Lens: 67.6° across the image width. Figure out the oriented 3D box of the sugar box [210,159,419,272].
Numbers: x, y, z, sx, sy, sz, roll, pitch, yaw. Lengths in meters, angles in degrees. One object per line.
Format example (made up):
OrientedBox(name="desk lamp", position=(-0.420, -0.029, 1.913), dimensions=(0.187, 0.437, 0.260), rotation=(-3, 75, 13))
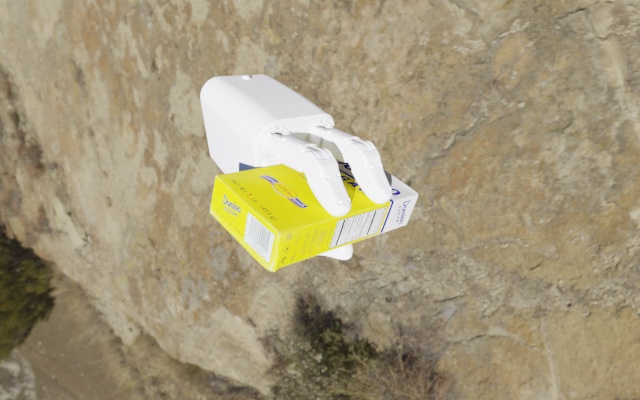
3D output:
OrientedBox(name="sugar box", position=(0.000, 0.001, 0.440), dimensions=(0.176, 0.048, 0.093), rotation=(-17, 44, -40))
